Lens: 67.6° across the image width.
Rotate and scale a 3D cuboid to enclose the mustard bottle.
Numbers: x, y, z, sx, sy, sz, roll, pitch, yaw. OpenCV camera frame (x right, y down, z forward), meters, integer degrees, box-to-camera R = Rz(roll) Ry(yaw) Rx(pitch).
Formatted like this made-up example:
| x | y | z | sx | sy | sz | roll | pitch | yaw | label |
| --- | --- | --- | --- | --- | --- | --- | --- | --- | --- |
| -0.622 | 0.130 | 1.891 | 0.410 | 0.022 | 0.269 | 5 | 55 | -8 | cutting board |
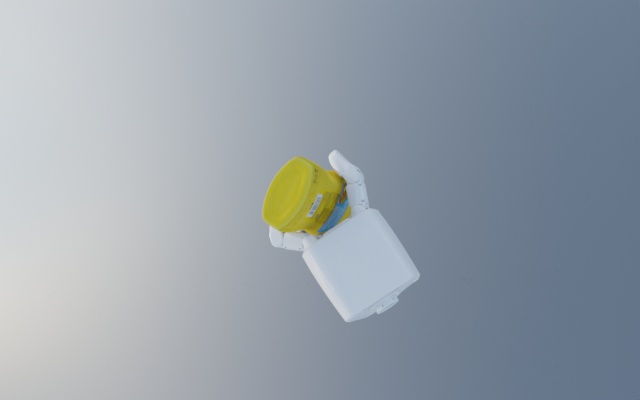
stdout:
| x | y | z | sx | sy | sz | roll | pitch | yaw | label |
| --- | --- | --- | --- | --- | --- | --- | --- | --- | --- |
| 0.000 | 0.002 | 0.670 | 0.058 | 0.096 | 0.191 | 30 | 7 | 27 | mustard bottle |
